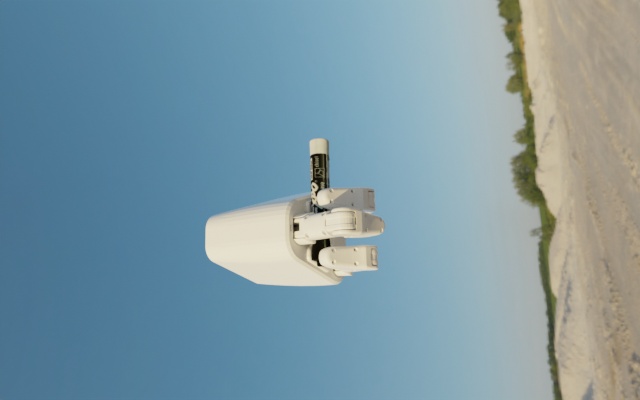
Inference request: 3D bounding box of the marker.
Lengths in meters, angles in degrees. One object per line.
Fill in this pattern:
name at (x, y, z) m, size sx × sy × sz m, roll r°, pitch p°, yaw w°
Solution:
marker at (0.000, 0.001, 0.450) m, size 0.020 × 0.121 × 0.020 m, roll -1°, pitch -11°, yaw 0°
